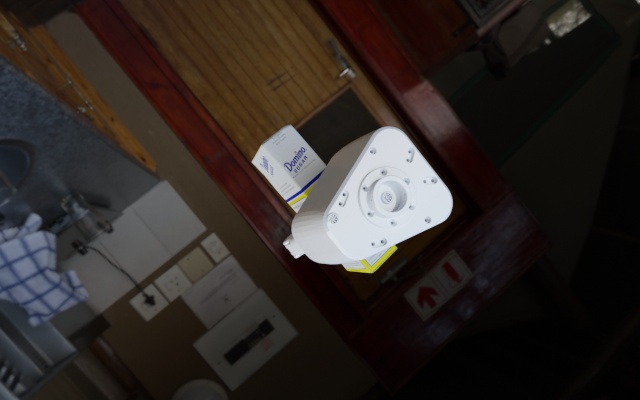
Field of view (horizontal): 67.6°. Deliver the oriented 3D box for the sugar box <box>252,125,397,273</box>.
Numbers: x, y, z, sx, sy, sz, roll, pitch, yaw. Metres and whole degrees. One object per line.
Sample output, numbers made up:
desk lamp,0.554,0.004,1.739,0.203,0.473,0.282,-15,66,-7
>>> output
sugar box,0.001,0.001,0.535,0.048,0.176,0.093,-40,5,-16
